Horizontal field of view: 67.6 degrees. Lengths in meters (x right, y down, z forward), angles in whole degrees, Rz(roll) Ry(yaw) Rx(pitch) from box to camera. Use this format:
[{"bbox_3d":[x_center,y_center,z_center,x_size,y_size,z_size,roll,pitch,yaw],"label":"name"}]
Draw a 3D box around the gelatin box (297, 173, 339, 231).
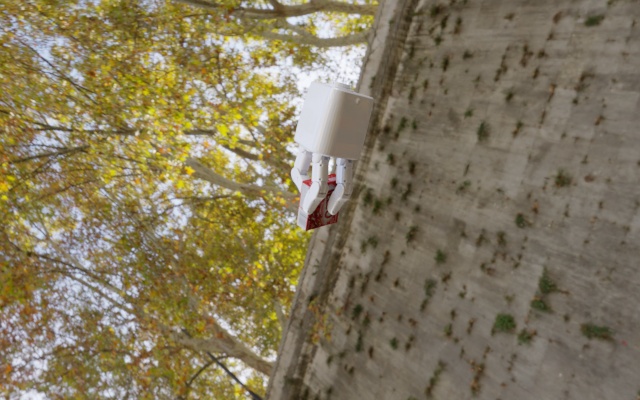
[{"bbox_3d":[0.000,0.003,0.827,0.073,0.089,0.030,-14,34,-38],"label":"gelatin box"}]
